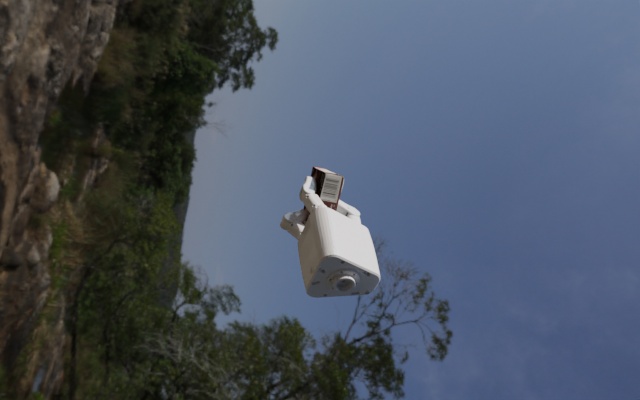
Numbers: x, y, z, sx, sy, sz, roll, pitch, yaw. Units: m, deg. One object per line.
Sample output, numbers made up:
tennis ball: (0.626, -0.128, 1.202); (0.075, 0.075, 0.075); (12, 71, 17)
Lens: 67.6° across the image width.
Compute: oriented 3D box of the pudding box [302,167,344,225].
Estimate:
pudding box: (0.000, 0.003, 0.831); (0.039, 0.113, 0.090); (13, 7, -18)
